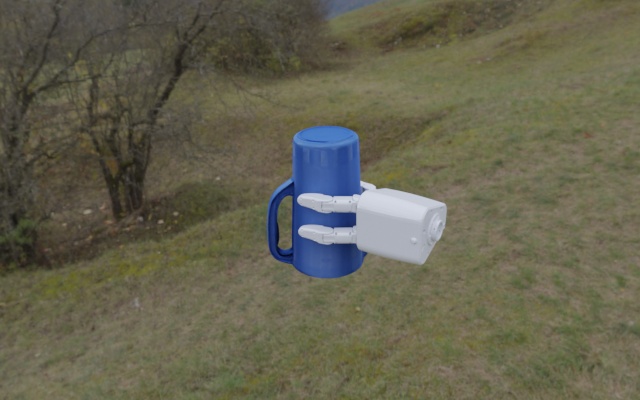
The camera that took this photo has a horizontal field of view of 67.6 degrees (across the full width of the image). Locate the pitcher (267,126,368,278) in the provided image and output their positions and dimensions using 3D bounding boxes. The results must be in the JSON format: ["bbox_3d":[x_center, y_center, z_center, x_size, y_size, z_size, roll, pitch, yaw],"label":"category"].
[{"bbox_3d":[0.000,0.003,0.821,0.145,0.243,0.149,15,29,32],"label":"pitcher"}]
